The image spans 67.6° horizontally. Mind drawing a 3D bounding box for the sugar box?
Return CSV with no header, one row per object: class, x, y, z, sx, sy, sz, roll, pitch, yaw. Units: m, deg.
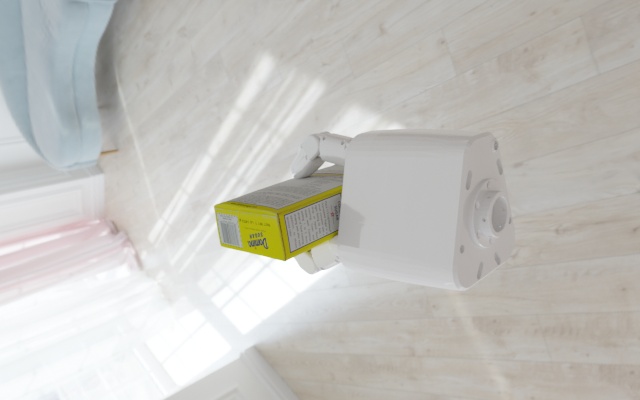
sugar box,0.000,0.002,0.445,0.176,0.048,0.093,-18,17,-42
